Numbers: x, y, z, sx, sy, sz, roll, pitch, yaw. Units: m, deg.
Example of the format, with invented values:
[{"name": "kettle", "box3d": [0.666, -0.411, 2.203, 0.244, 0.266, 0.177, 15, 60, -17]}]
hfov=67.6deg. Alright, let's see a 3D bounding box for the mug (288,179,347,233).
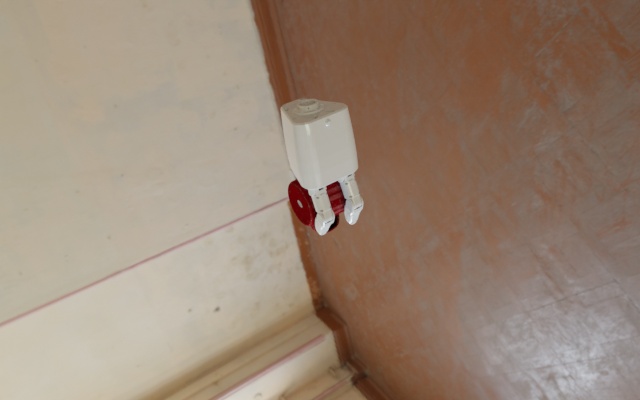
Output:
[{"name": "mug", "box3d": [0.000, 0.004, 0.808, 0.081, 0.117, 0.093, -24, 31, -23]}]
